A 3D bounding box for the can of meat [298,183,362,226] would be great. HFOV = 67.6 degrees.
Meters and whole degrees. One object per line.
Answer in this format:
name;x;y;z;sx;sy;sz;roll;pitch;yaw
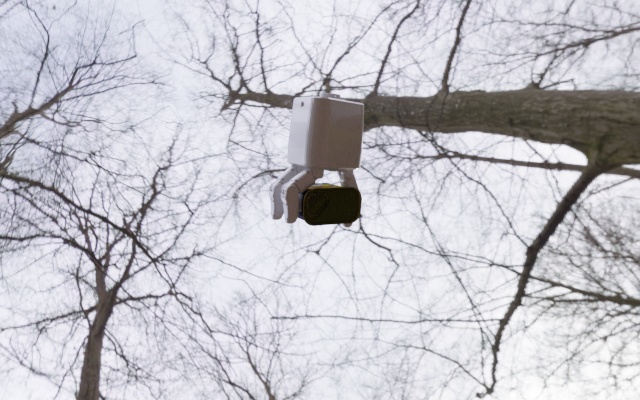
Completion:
can of meat;0.000;0.003;0.762;0.102;0.057;0.084;-3;11;-29
